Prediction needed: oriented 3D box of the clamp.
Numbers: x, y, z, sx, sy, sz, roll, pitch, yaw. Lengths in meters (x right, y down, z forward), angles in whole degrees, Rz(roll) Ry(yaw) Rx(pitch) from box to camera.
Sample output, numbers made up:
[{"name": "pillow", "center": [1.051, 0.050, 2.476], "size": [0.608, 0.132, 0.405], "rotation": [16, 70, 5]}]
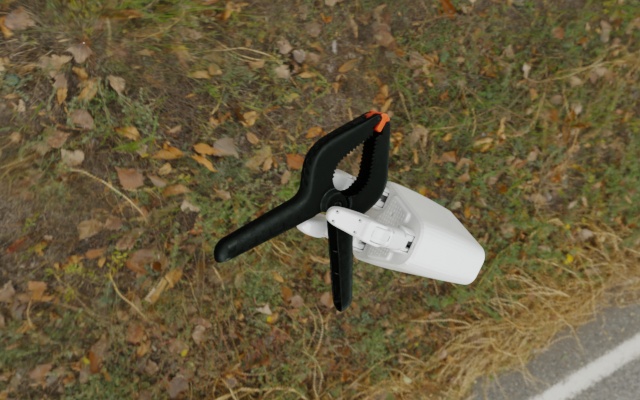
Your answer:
[{"name": "clamp", "center": [0.001, 0.001, 0.474], "size": [0.164, 0.210, 0.036], "rotation": [20, 7, -30]}]
